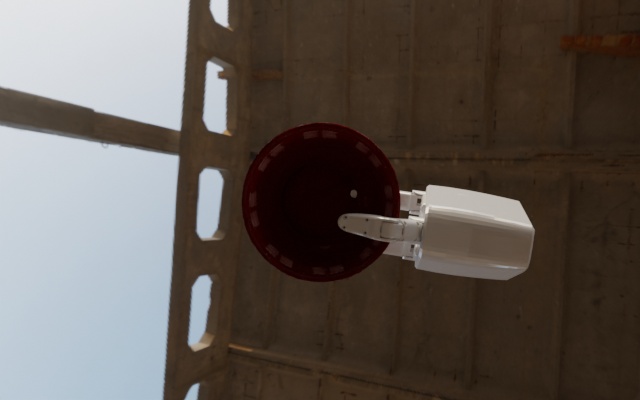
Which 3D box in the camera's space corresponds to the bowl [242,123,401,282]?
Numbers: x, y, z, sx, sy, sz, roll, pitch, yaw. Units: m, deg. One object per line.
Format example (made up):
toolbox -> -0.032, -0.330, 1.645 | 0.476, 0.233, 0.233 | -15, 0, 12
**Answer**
bowl -> -0.001, 0.001, 0.507 | 0.162, 0.162, 0.055 | 0, 2, -3
